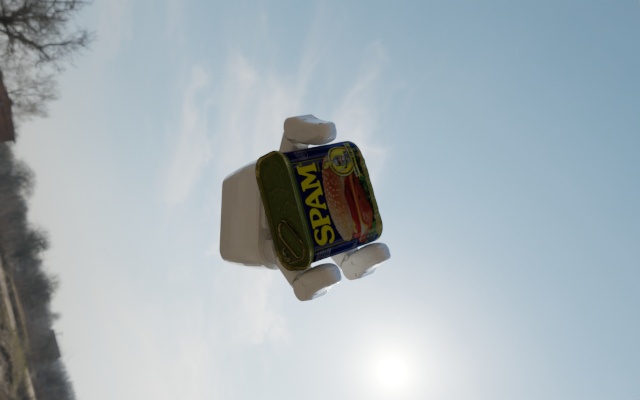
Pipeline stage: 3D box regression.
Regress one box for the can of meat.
[{"bbox_3d":[0.000,0.001,0.423,0.084,0.102,0.057,-15,0,-34],"label":"can of meat"}]
